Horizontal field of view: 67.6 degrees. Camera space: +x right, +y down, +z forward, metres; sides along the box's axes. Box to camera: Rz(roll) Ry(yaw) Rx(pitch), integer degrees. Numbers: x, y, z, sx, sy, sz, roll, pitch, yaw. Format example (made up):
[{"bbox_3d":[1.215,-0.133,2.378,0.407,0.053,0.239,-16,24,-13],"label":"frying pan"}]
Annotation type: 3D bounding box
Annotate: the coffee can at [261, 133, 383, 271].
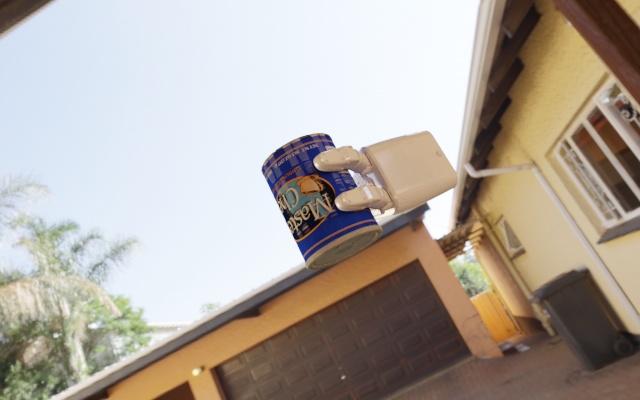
[{"bbox_3d":[0.000,0.002,0.597,0.103,0.140,0.103,-25,-18,-8],"label":"coffee can"}]
